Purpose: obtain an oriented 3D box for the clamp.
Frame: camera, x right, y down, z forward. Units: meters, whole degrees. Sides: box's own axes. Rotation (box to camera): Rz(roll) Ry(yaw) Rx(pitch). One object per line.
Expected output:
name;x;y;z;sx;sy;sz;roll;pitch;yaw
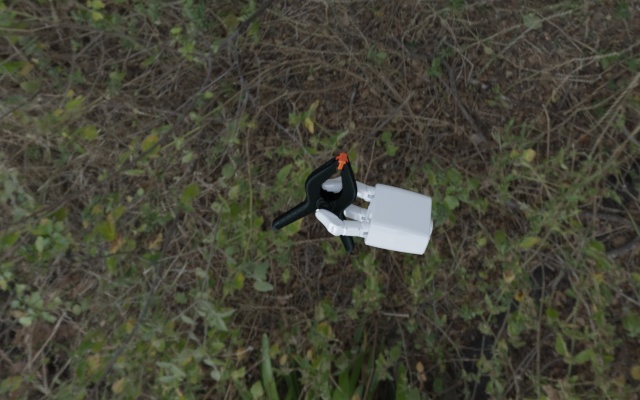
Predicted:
clamp;0.000;0.003;0.869;0.164;0.210;0.036;11;38;-1
